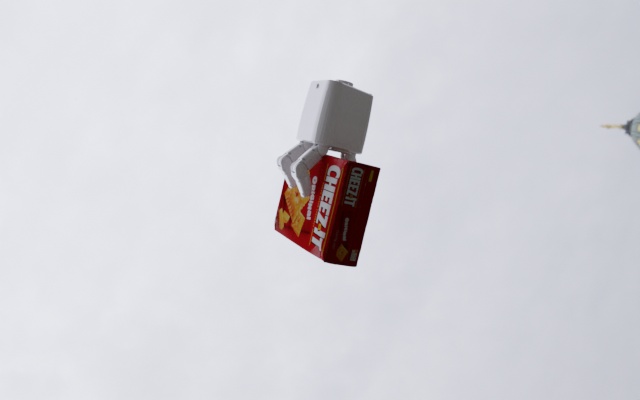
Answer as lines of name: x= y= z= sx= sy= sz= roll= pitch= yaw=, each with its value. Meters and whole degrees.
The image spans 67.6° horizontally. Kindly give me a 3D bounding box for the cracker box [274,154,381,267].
cracker box: x=0.000 y=0.003 z=0.824 sx=0.072 sy=0.164 sz=0.213 roll=10 pitch=6 yaw=-28
